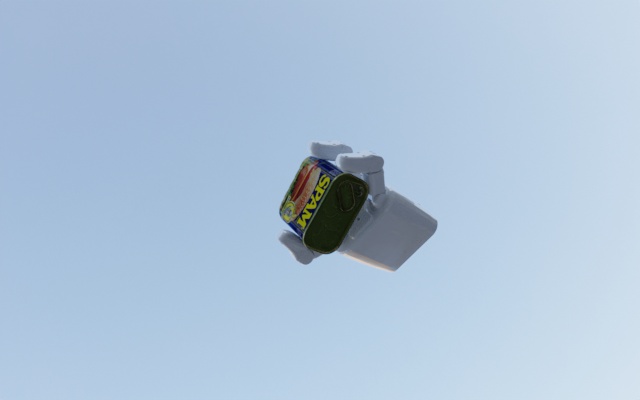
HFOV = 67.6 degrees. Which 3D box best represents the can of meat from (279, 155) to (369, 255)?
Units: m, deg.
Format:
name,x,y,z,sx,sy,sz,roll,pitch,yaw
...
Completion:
name,x,y,z,sx,sy,sz,roll,pitch,yaw
can of meat,0.000,0.002,0.595,0.057,0.102,0.084,24,9,-36
